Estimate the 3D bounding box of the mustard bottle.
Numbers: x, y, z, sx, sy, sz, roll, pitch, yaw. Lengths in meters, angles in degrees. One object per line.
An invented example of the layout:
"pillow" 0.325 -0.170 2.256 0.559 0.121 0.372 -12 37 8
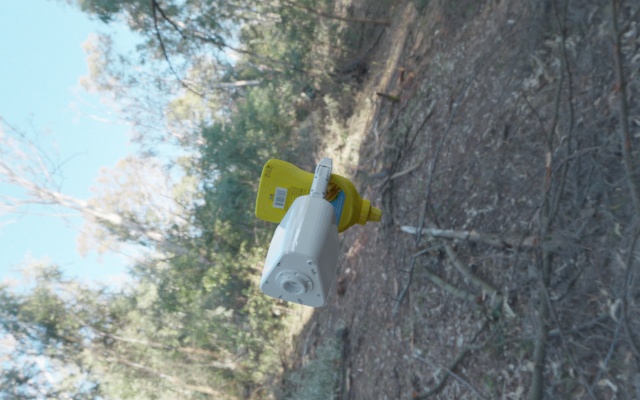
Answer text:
"mustard bottle" 0.000 0.002 0.743 0.191 0.096 0.058 14 18 2
